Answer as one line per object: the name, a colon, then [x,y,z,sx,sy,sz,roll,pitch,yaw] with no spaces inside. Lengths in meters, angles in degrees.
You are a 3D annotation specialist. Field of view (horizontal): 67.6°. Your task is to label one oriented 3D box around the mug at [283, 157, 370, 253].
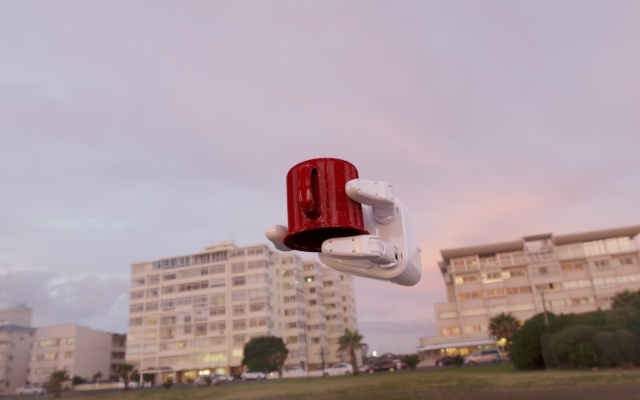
mug: [0.000,0.001,0.510,0.093,0.081,0.117,-11,-22,17]
